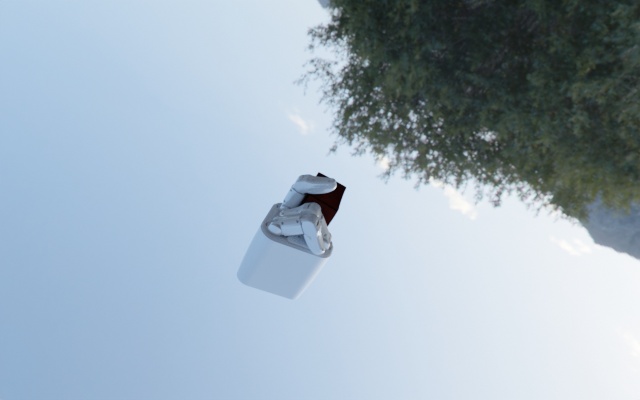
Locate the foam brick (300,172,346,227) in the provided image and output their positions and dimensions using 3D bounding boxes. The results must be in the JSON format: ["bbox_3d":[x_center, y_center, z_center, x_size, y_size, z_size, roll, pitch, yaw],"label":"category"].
[{"bbox_3d":[0.000,0.002,0.730,0.053,0.051,0.078,30,30,-3],"label":"foam brick"}]
